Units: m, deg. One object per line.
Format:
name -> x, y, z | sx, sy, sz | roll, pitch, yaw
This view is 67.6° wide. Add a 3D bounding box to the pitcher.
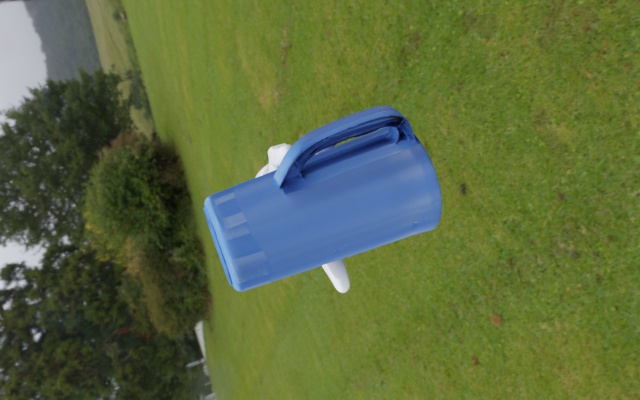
pitcher -> 0.000, 0.002, 0.530 | 0.243, 0.149, 0.145 | -19, 1, -15
